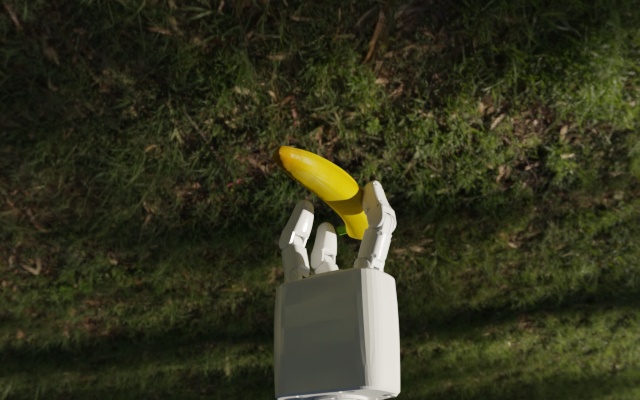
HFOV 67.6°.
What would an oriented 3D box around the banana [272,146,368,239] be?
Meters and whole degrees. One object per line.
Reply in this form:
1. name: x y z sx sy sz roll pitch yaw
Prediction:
1. banana: 0.019 0.002 0.510 0.069 0.037 0.198 -5 -30 21
